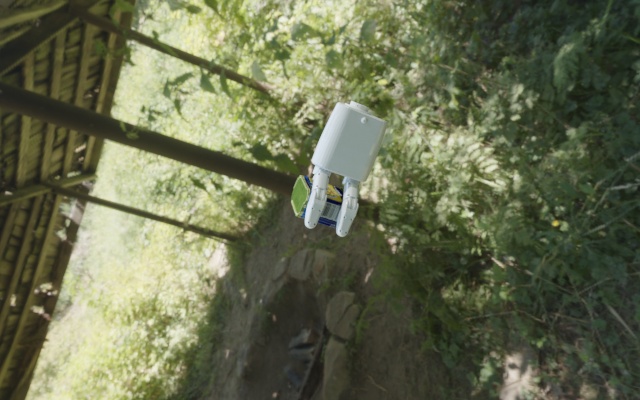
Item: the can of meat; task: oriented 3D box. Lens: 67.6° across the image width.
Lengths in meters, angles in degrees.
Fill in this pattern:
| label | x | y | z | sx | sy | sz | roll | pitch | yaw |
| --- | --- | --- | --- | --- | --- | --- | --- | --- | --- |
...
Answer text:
| label | x | y | z | sx | sy | sz | roll | pitch | yaw |
| --- | --- | --- | --- | --- | --- | --- | --- | --- | --- |
| can of meat | 0.000 | 0.003 | 0.818 | 0.084 | 0.057 | 0.102 | 18 | 17 | -18 |
